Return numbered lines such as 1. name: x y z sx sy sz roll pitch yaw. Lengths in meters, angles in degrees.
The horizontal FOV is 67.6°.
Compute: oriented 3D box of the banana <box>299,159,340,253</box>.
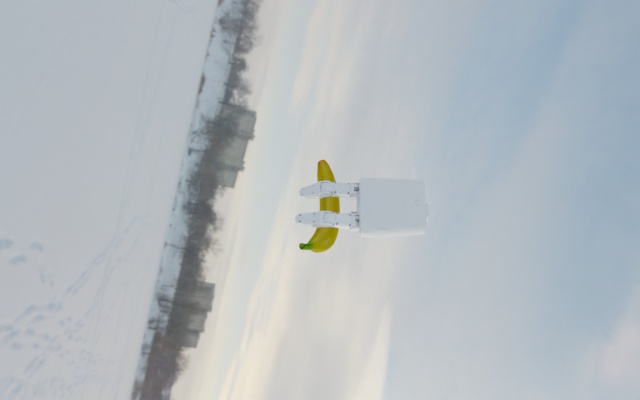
1. banana: 0.008 0.017 0.819 0.037 0.197 0.070 -14 -45 25
